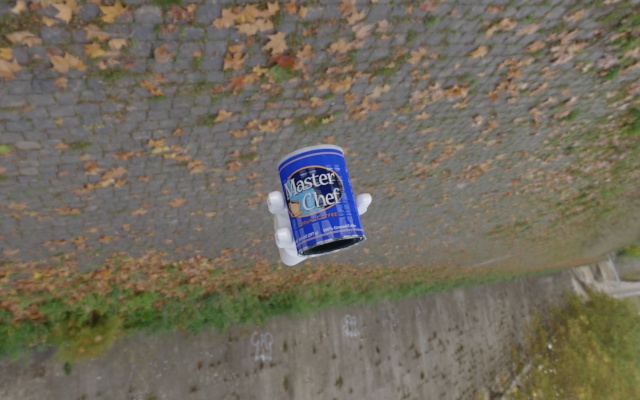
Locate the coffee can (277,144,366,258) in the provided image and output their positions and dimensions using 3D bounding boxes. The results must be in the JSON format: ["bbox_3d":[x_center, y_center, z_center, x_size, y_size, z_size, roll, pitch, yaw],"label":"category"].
[{"bbox_3d":[0.000,0.002,0.702,0.103,0.140,0.103,-13,-15,-4],"label":"coffee can"}]
